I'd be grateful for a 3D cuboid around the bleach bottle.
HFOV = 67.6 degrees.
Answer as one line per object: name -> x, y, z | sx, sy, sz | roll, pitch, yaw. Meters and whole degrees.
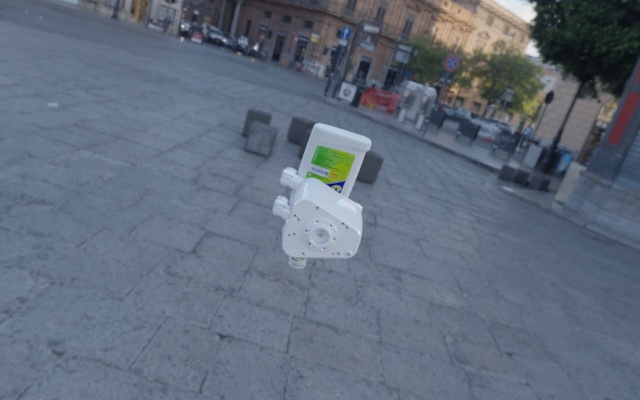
bleach bottle -> 0.000, 0.003, 0.814 | 0.102, 0.251, 0.068 | 17, 17, 0
